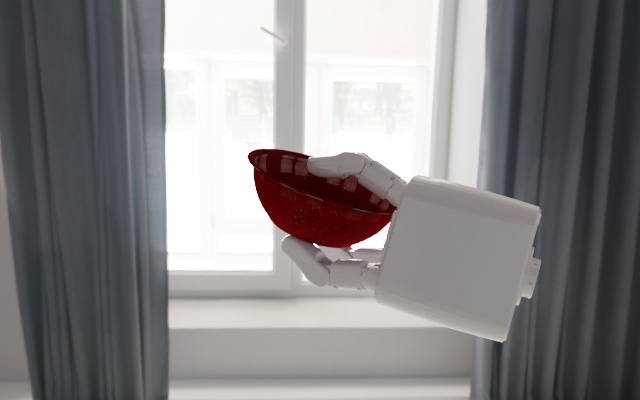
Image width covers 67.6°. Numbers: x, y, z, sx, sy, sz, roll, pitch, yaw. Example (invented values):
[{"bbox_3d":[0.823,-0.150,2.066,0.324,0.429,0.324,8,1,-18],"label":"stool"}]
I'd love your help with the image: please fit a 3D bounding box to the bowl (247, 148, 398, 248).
[{"bbox_3d":[-0.001,0.001,0.468,0.162,0.055,0.162,17,16,-5],"label":"bowl"}]
